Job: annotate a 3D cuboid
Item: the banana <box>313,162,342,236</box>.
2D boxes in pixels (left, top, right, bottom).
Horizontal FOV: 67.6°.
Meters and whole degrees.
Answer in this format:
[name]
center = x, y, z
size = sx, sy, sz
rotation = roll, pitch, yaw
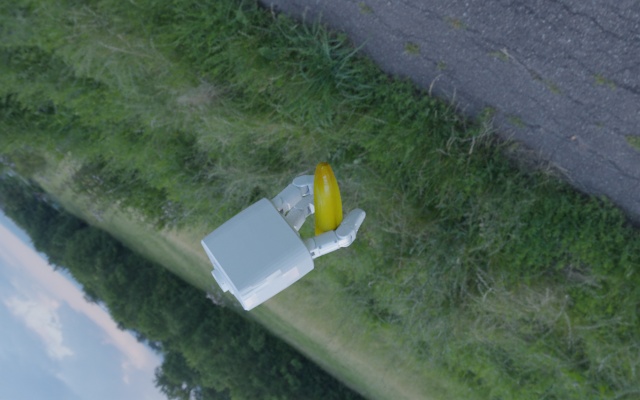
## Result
[banana]
center = 0.007, 0.020, 0.667
size = 0.037, 0.069, 0.198
rotation = -19, -21, -9
